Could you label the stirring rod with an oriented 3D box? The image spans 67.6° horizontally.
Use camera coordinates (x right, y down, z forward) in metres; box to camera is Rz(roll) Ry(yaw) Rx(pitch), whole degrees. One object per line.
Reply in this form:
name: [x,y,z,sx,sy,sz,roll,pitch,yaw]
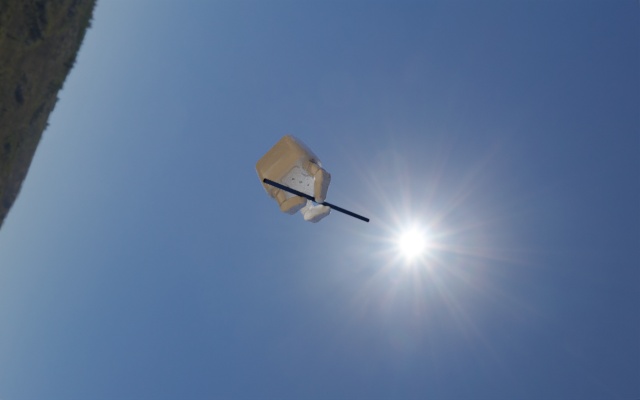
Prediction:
stirring rod: [0.000,0.003,0.848,0.239,0.011,0.011,21,-13,-35]
